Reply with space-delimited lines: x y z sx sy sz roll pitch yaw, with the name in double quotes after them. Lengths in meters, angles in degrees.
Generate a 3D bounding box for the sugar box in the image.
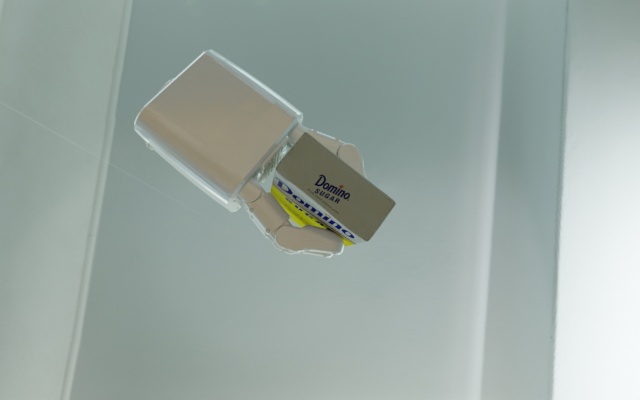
0.000 0.002 0.447 0.093 0.048 0.176 38 -9 -1 "sugar box"
